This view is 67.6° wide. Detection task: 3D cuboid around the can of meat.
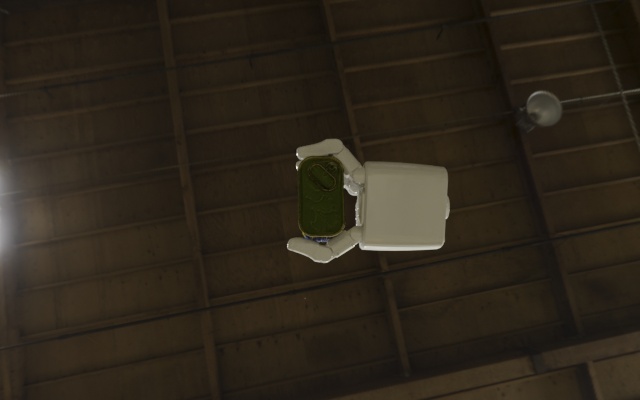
[{"bbox_3d":[0.000,0.002,0.626,0.057,0.102,0.084,-1,-11,-2],"label":"can of meat"}]
